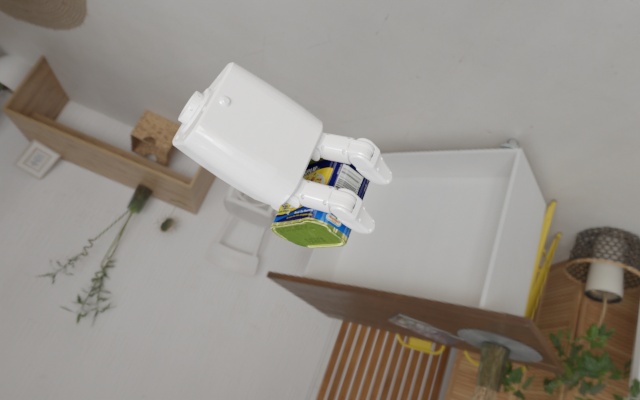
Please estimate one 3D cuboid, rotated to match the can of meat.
[{"bbox_3d":[0.000,0.002,0.508,0.057,0.084,0.102,34,-25,-26],"label":"can of meat"}]
